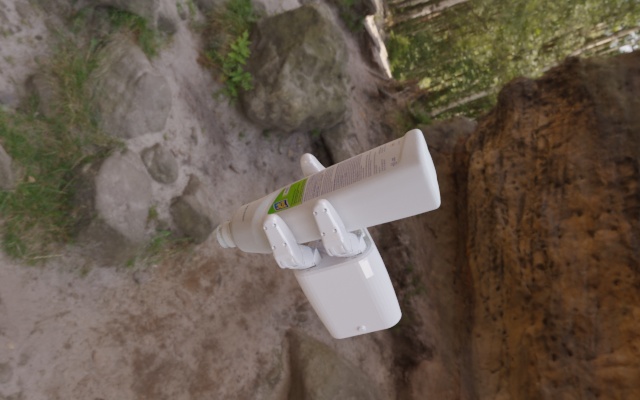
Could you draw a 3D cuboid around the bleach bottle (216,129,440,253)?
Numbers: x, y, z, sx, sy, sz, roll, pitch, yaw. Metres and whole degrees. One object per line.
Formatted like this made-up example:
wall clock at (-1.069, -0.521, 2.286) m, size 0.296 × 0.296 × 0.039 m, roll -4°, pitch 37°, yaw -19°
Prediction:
bleach bottle at (0.000, 0.002, 0.531) m, size 0.251 × 0.068 × 0.102 m, roll -18°, pitch 24°, yaw 18°
